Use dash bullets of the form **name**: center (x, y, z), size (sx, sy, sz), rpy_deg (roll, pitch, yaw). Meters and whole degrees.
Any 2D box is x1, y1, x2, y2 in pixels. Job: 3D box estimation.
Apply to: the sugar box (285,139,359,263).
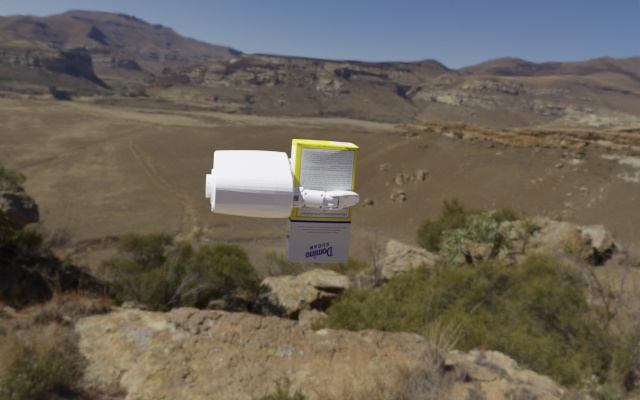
- **sugar box**: center (0.000, 0.002, 0.704), size (0.093, 0.176, 0.048), rpy_deg (3, 14, -13)
